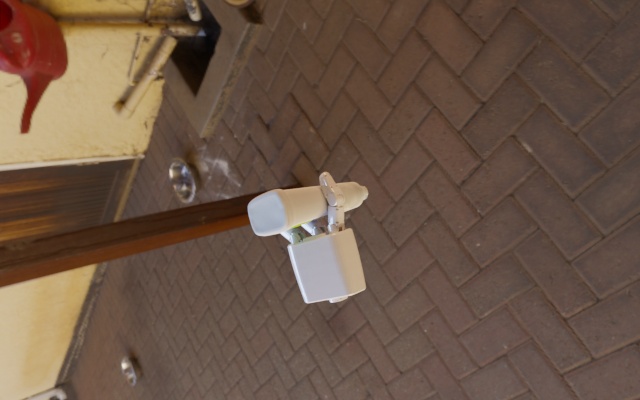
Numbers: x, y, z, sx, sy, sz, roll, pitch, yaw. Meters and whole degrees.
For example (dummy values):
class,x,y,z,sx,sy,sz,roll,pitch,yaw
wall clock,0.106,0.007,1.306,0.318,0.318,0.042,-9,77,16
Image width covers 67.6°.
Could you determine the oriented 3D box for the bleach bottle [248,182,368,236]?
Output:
class,x,y,z,sx,sy,sz,roll,pitch,yaw
bleach bottle,0.000,0.003,0.842,0.251,0.068,0.102,-13,-4,-44
